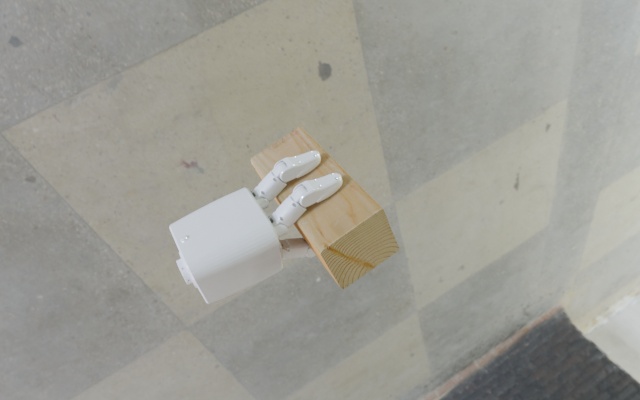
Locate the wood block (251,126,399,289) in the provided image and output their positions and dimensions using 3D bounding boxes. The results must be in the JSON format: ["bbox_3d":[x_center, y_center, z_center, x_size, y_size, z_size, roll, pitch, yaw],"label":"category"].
[{"bbox_3d":[0.000,0.003,0.628,0.090,0.091,0.206,-35,47,-6],"label":"wood block"}]
